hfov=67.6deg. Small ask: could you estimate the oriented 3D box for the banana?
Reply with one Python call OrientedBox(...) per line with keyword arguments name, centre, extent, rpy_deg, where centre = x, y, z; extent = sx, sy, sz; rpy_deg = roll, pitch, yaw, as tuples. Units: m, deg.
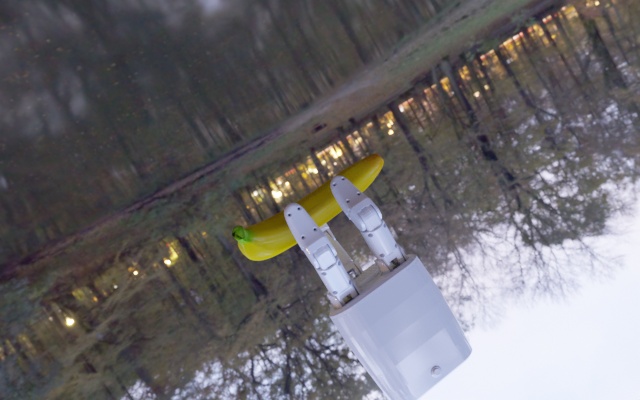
OrientedBox(name="banana", centre=(-0.011, 0.011, 0.476), extent=(0.197, 0.037, 0.070), rpy_deg=(-32, -8, -37))
